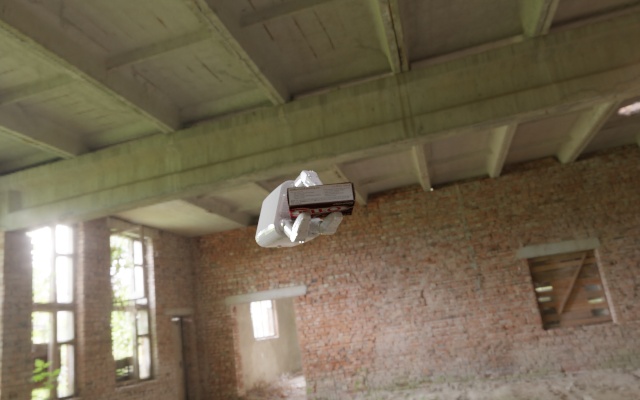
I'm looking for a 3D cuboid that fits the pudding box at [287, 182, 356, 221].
[{"bbox_3d":[0.000,0.003,0.816,0.113,0.039,0.090,-7,-15,-3],"label":"pudding box"}]
